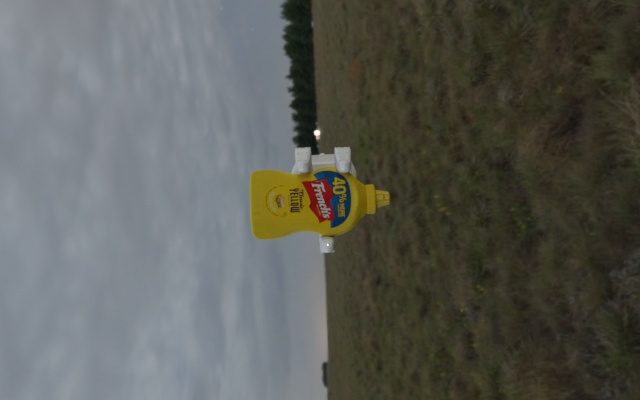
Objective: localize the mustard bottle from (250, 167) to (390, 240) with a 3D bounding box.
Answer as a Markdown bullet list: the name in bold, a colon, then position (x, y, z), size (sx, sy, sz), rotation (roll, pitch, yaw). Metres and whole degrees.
- **mustard bottle**: position (0.000, 0.002, 0.666), size (0.191, 0.096, 0.058), rotation (-3, -10, 1)
